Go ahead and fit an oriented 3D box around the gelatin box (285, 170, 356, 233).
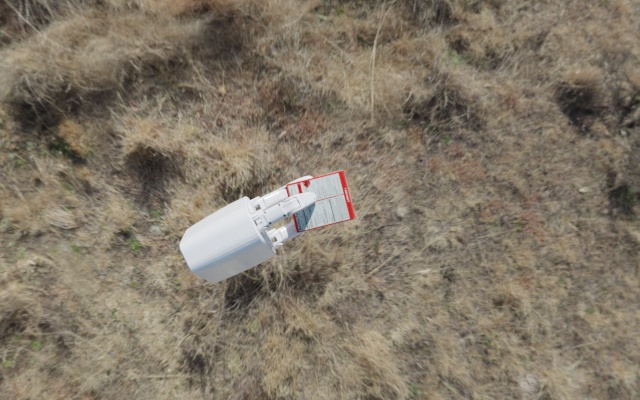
[{"bbox_3d":[0.000,0.002,0.698,0.089,0.073,0.030,-14,-4,4],"label":"gelatin box"}]
